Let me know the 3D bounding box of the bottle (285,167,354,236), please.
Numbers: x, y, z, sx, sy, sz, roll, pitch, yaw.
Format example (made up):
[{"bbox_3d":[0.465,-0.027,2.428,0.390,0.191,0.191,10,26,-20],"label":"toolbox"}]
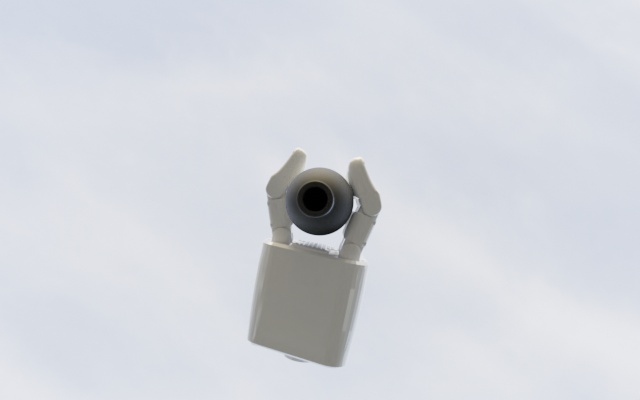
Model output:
[{"bbox_3d":[0.000,0.002,0.498,0.069,0.069,0.296,0,-1,2],"label":"bottle"}]
